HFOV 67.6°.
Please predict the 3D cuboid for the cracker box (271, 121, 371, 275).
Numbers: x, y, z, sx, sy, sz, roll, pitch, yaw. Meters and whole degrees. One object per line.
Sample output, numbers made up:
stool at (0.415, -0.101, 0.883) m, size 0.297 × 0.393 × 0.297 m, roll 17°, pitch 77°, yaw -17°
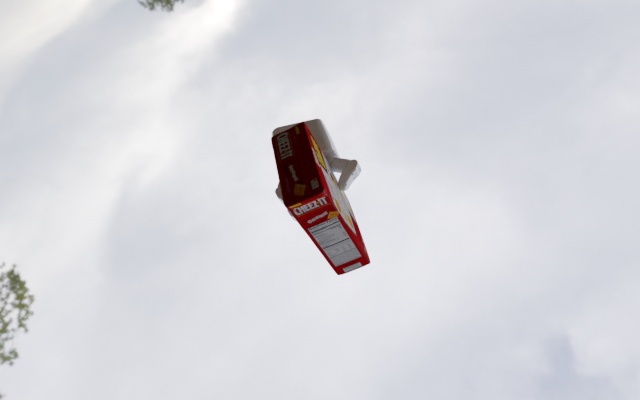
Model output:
cracker box at (0.000, 0.003, 0.795) m, size 0.072 × 0.164 × 0.214 m, roll -25°, pitch -43°, yaw 9°
